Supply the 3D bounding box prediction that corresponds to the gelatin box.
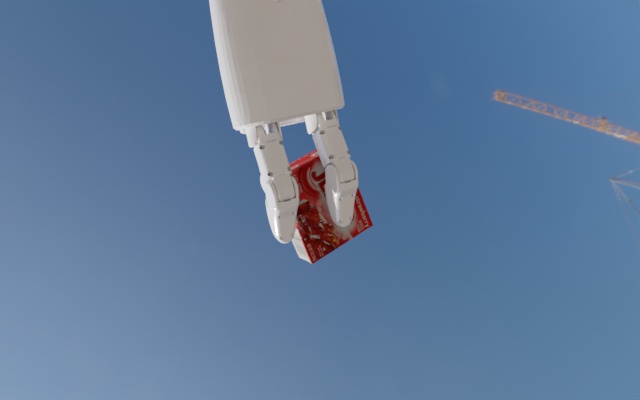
[{"bbox_3d":[0.000,0.002,0.438,0.073,0.089,0.030,-30,21,-22],"label":"gelatin box"}]
